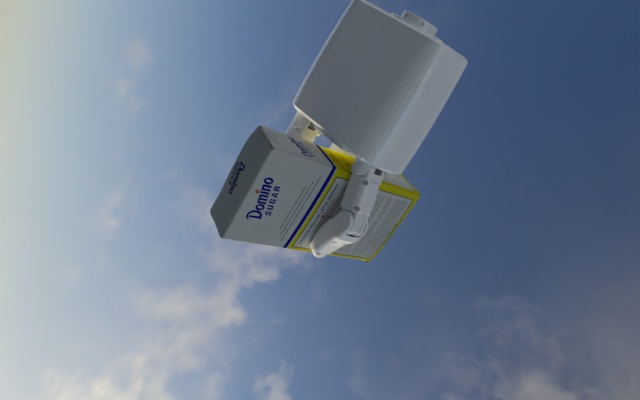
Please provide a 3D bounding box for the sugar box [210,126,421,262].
[{"bbox_3d":[0.000,0.001,0.435,0.176,0.093,0.048,16,27,-37],"label":"sugar box"}]
